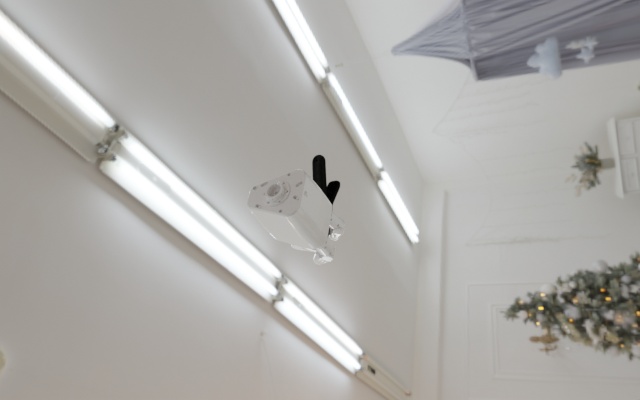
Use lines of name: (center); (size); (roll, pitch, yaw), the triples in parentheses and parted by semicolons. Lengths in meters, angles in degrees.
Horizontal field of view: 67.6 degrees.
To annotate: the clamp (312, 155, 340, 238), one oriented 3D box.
clamp: (0.000, 0.003, 0.898); (0.039, 0.171, 0.120); (-6, -35, 24)
